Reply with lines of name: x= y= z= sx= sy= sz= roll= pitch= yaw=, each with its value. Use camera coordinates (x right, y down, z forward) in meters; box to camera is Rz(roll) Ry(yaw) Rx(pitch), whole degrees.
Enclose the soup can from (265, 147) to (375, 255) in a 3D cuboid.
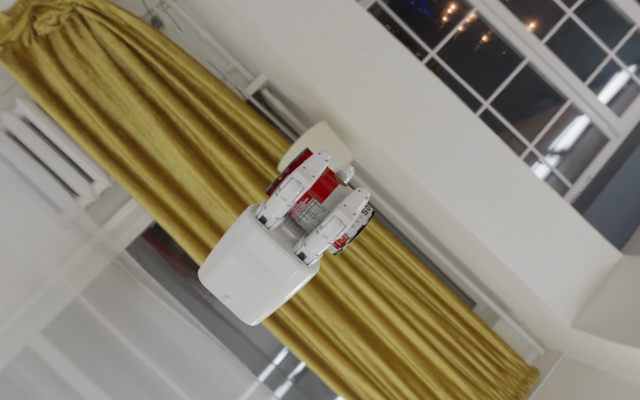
soup can: x=0.001 y=0.002 z=0.516 sx=0.102 sy=0.068 sz=0.068 roll=43 pitch=-1 yaw=-1
